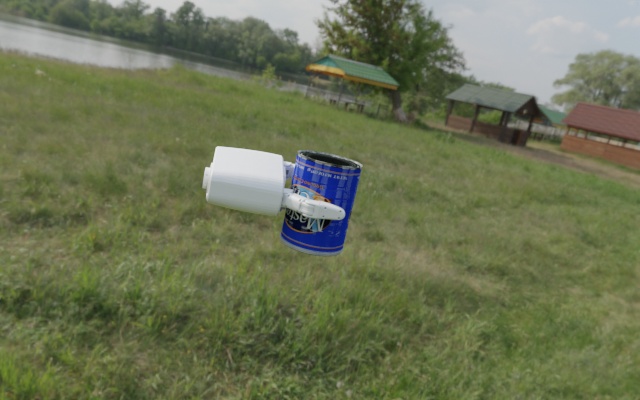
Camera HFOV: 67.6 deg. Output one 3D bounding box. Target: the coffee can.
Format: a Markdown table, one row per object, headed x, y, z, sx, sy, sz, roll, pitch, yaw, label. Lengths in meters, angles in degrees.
| x | y | z | sx | sy | sz | roll | pitch | yaw | label |
| --- | --- | --- | --- | --- | --- | --- | --- | --- | --- |
| 0.000 | 0.003 | 0.741 | 0.103 | 0.140 | 0.102 | 12 | 13 | -3 | coffee can |
